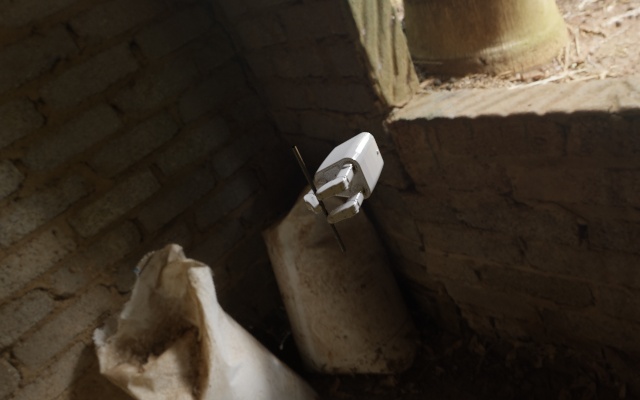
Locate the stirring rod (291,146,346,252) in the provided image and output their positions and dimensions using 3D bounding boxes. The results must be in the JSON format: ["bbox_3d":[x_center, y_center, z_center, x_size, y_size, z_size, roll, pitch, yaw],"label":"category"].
[{"bbox_3d":[0.000,0.003,0.879,0.011,0.240,0.011,-20,29,12],"label":"stirring rod"}]
